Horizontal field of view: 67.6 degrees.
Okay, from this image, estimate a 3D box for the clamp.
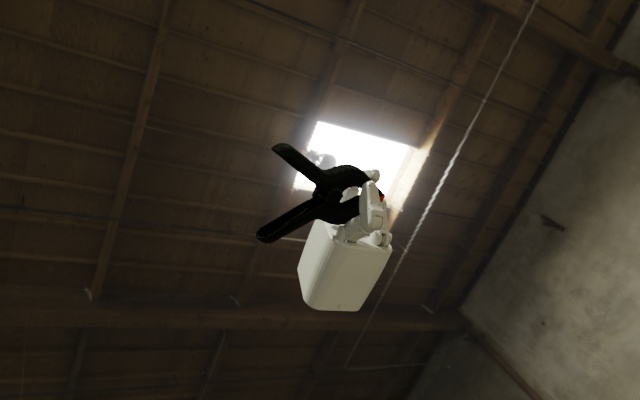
[{"bbox_3d":[0.000,0.002,0.582,0.171,0.120,0.039,10,24,-33],"label":"clamp"}]
